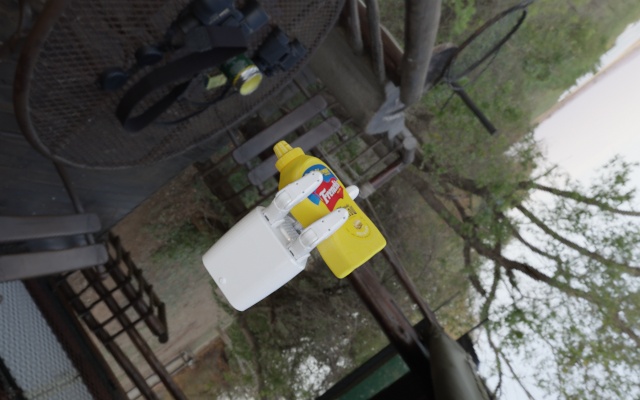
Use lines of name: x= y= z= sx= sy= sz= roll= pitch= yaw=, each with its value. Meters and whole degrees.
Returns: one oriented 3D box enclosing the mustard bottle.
mustard bottle: x=0.000 y=0.002 z=0.623 sx=0.058 sy=0.191 sz=0.096 roll=-43 pitch=-10 yaw=38
